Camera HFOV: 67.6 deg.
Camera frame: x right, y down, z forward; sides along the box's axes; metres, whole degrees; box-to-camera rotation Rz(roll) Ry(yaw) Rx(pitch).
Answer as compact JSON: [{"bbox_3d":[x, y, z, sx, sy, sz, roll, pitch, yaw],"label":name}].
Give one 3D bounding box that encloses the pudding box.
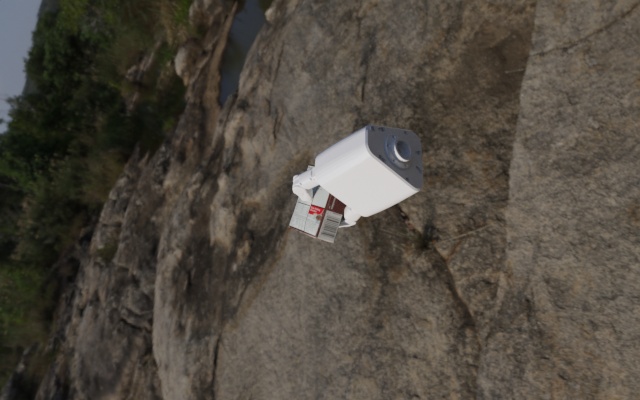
[{"bbox_3d":[0.000,0.002,0.758,0.039,0.113,0.090,20,-2,-33],"label":"pudding box"}]
